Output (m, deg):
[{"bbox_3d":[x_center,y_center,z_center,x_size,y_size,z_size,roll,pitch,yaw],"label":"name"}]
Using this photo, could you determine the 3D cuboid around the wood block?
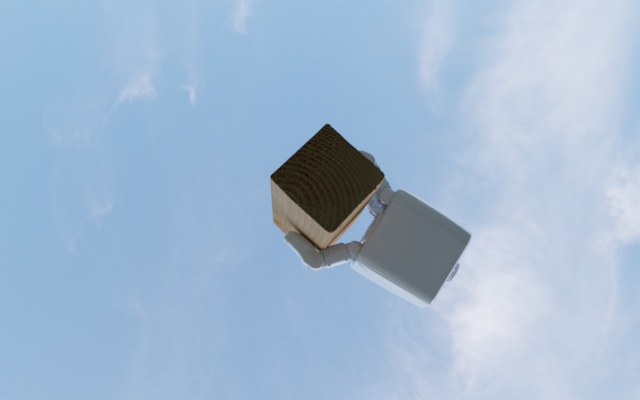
[{"bbox_3d":[0.000,0.002,0.596,0.090,0.091,0.206,43,-15,7],"label":"wood block"}]
